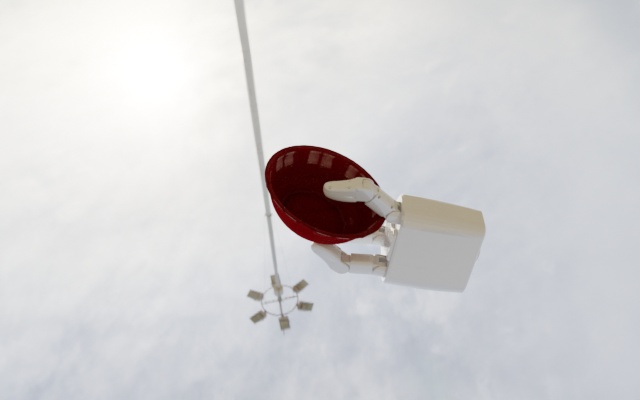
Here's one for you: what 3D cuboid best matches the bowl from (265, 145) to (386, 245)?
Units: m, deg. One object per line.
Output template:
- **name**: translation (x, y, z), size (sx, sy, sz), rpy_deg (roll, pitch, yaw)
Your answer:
- **bowl**: translation (-0.001, 0.002, 0.605), size (0.162, 0.162, 0.055), rpy_deg (0, -43, -29)
